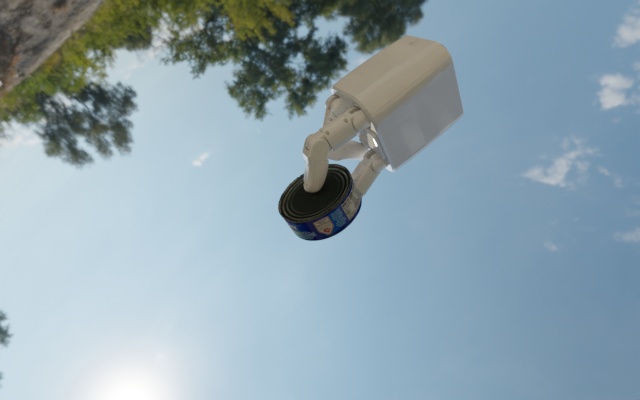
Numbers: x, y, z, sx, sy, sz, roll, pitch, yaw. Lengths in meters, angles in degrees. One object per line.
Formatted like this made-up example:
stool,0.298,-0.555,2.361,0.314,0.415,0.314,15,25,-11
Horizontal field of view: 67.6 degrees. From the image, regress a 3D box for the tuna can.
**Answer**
tuna can,0.000,0.002,0.510,0.086,0.086,0.034,0,-44,37
